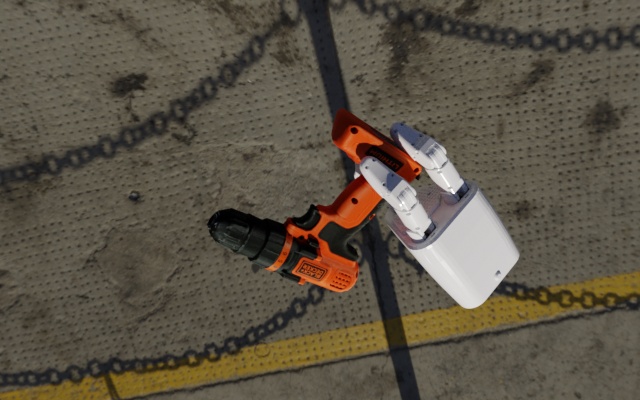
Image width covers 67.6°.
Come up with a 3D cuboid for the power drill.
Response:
[{"bbox_3d":[0.001,0.001,0.502,0.184,0.188,0.057,25,21,-30],"label":"power drill"}]
